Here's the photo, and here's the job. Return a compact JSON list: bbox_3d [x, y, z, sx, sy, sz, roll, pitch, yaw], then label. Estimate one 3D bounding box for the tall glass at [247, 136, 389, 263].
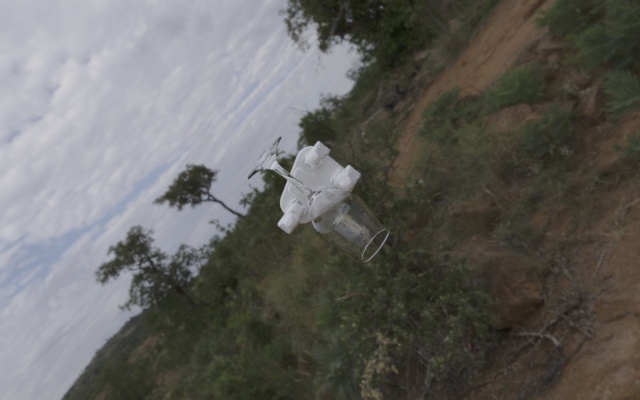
[{"bbox_3d":[0.000,0.002,0.666,0.201,0.079,0.079,38,-4,-5],"label":"tall glass"}]
